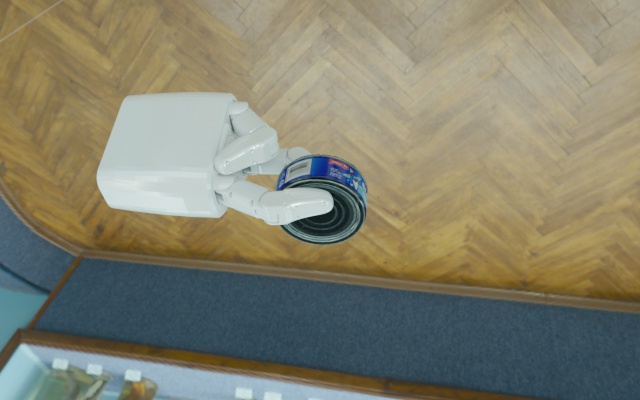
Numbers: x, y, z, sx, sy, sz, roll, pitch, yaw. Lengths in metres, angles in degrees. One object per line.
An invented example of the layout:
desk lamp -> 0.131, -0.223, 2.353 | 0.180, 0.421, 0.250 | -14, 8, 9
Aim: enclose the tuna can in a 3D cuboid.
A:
tuna can -> 0.000, 0.002, 0.437 | 0.086, 0.086, 0.033 | 0, 43, 6
